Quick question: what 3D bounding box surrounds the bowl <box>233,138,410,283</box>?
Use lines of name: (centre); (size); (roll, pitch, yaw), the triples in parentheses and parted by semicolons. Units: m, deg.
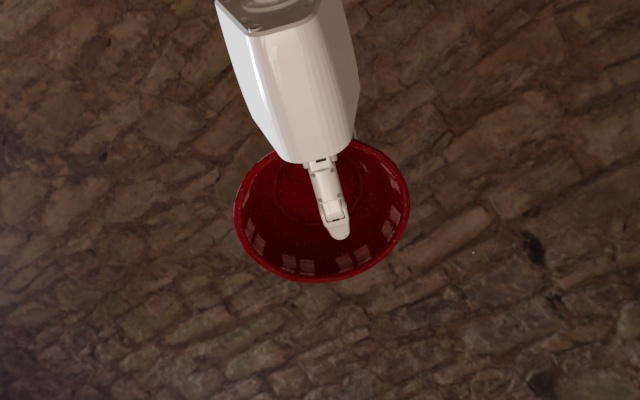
bowl: (0.000, 0.002, 0.457); (0.162, 0.162, 0.055); (0, 32, -6)
